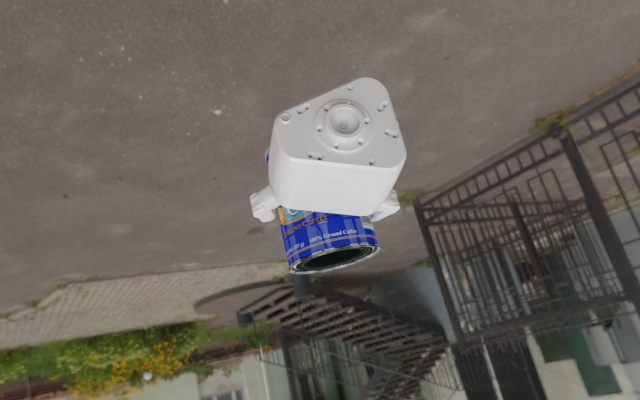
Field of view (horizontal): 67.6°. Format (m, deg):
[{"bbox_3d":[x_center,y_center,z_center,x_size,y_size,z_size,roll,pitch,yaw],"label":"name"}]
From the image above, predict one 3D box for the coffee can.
[{"bbox_3d":[0.000,0.002,0.542,0.103,0.140,0.103,-12,-18,-4],"label":"coffee can"}]
